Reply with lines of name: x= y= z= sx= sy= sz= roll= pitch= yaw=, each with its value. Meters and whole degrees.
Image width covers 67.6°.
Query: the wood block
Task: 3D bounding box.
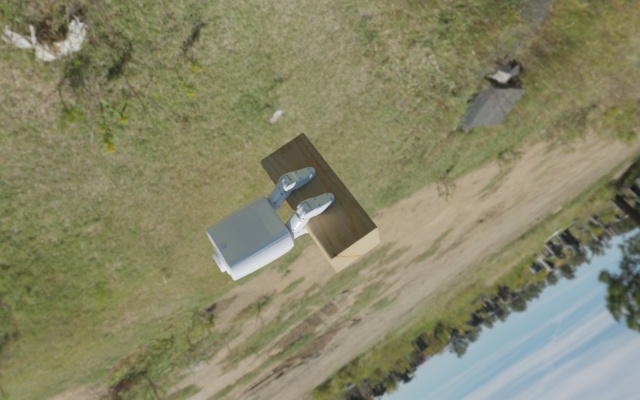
wood block: x=0.000 y=0.003 z=0.787 sx=0.090 sy=0.206 sz=0.091 roll=-35 pitch=-22 yaw=-5
